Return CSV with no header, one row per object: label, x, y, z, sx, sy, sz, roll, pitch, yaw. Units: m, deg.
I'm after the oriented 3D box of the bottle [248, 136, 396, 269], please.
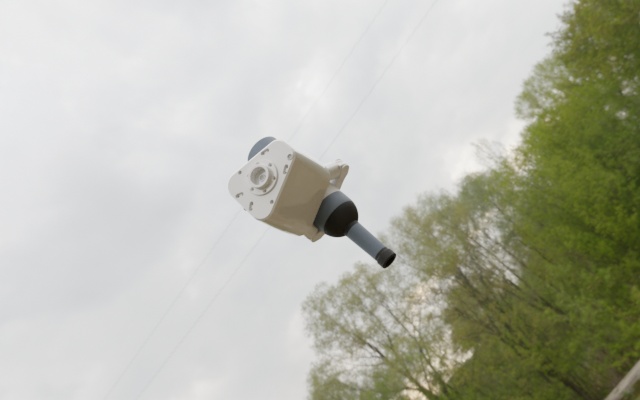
bottle,0.000,0.002,0.745,0.295,0.069,0.069,40,22,29
